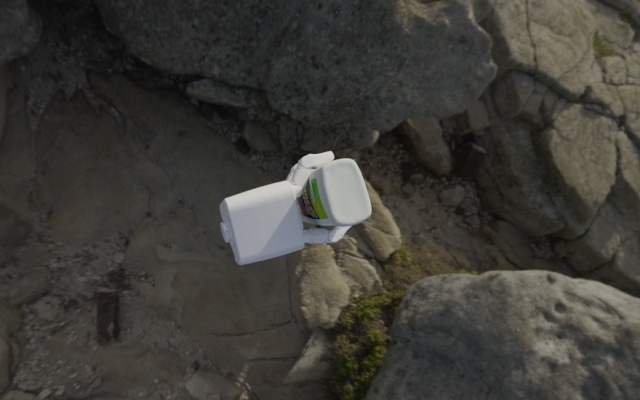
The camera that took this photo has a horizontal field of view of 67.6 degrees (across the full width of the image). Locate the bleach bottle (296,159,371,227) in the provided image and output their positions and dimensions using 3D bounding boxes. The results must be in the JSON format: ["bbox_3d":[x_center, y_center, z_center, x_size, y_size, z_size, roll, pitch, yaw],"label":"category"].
[{"bbox_3d":[0.000,0.003,0.808,0.068,0.102,0.251,-15,-3,-19],"label":"bleach bottle"}]
